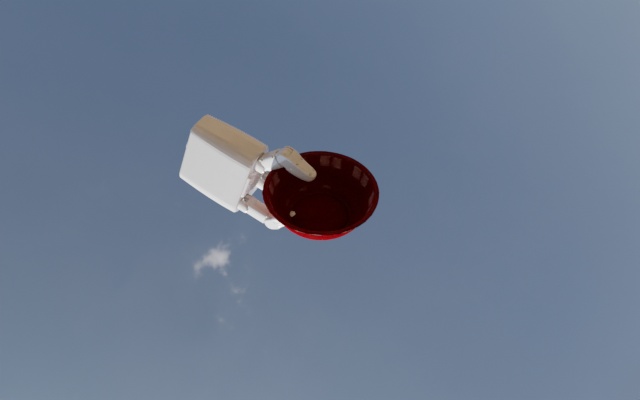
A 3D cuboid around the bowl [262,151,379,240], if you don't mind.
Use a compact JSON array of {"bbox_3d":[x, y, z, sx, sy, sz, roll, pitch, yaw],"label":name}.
[{"bbox_3d":[0.001,0.003,0.677,0.162,0.162,0.055,0,-43,-2],"label":"bowl"}]
